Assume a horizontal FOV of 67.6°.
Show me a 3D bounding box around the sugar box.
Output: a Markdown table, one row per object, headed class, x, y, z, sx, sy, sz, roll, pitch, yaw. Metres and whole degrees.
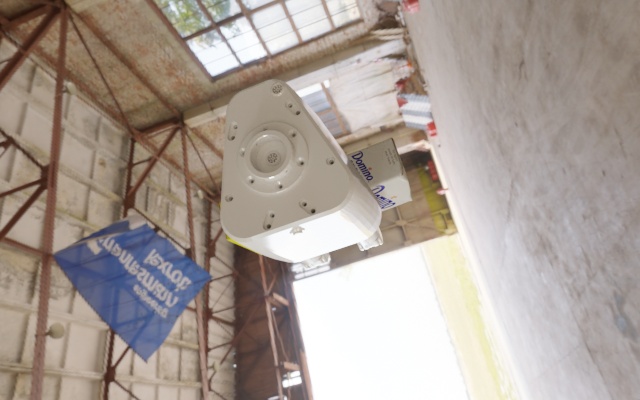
| class | x | y | z | sx | sy | sz | roll | pitch | yaw |
| --- | --- | --- | --- | --- | --- | --- | --- | --- | --- |
| sugar box | 0.000 | 0.002 | 0.475 | 0.176 | 0.048 | 0.093 | -18 | -18 | 10 |
